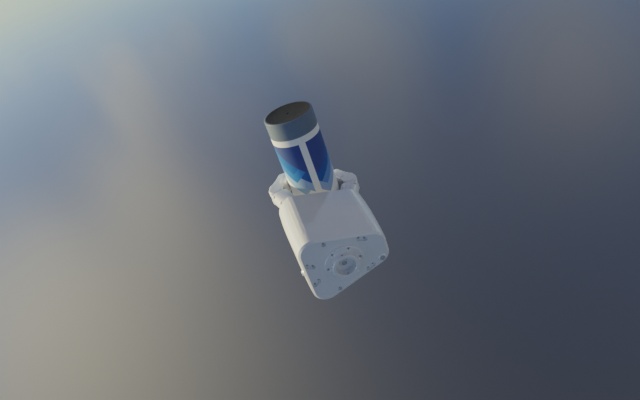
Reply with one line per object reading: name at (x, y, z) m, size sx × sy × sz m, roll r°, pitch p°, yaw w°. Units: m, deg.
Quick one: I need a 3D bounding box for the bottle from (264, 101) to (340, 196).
bottle at (0.000, 0.002, 0.702) m, size 0.069 × 0.296 × 0.069 m, roll -14°, pitch 33°, yaw 9°
